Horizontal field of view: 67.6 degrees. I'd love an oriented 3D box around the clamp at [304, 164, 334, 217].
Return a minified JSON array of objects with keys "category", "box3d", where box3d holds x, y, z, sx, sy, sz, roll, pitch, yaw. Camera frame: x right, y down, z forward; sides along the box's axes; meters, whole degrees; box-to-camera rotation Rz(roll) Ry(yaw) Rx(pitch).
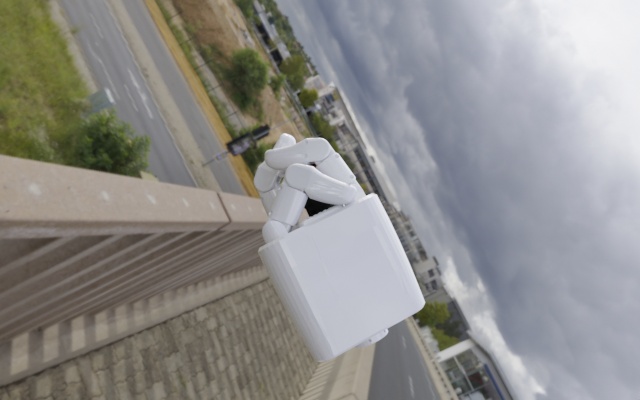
[{"category":"clamp","box3d":[0.001,0.001,0.511,0.039,0.120,0.171,-26,-4,5]}]
